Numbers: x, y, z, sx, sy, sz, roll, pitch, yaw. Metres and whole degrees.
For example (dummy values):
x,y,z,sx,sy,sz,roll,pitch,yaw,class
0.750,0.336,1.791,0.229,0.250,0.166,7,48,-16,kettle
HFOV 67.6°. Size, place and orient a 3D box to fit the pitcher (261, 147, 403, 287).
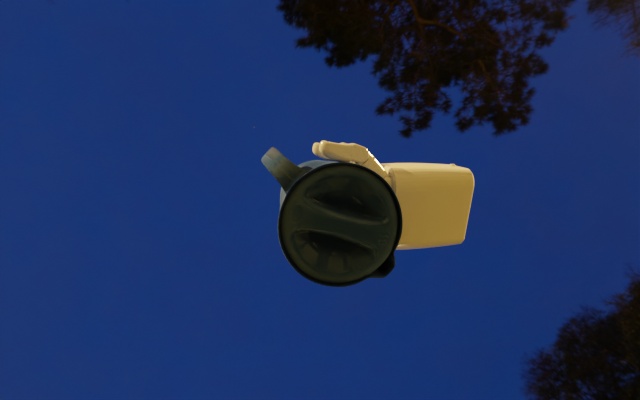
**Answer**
x,y,z,sx,sy,sz,roll,pitch,yaw,class
0.000,0.002,0.607,0.145,0.149,0.243,-3,9,-7,pitcher
